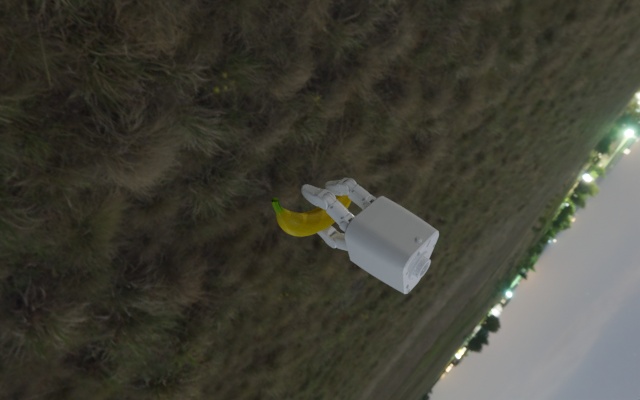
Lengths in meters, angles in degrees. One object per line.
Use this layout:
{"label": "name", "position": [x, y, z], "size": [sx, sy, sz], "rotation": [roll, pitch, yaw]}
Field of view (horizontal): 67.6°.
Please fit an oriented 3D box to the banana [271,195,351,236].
{"label": "banana", "position": [-0.006, 0.020, 0.779], "size": [0.037, 0.070, 0.198], "rotation": [26, 23, 33]}
